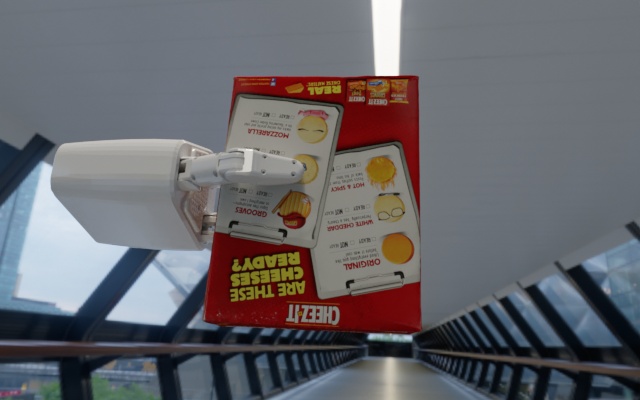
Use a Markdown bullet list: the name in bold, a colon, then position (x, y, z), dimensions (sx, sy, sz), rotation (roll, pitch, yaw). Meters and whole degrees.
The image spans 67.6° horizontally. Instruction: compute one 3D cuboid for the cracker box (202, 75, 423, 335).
- **cracker box**: position (0.000, 0.001, 0.409), dimensions (0.164, 0.213, 0.072), rotation (1, -18, 6)
